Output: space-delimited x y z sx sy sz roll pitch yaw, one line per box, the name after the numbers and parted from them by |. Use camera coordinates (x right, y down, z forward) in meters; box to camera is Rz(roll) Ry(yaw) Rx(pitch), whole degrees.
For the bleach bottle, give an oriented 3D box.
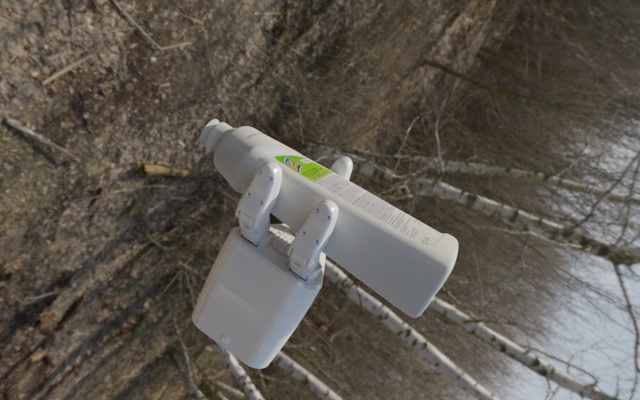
0.000 0.001 0.438 0.251 0.068 0.102 33 16 11 | bleach bottle
